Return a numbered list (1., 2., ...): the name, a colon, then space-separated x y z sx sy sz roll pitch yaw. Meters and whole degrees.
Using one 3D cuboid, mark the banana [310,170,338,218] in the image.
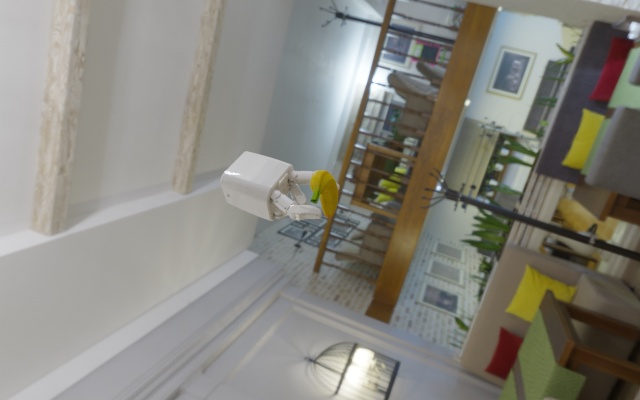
1. banana: 0.006 -0.015 0.877 0.037 0.069 0.198 20 -6 13
